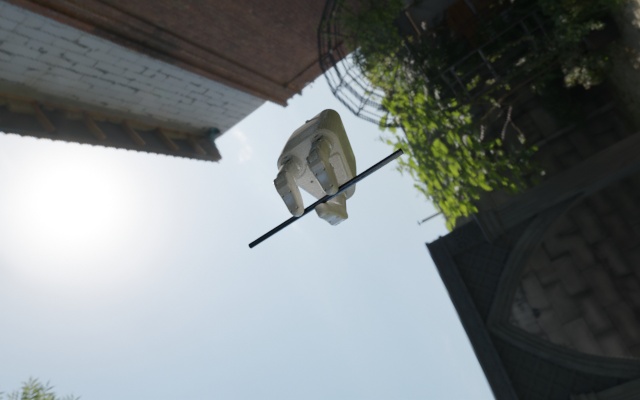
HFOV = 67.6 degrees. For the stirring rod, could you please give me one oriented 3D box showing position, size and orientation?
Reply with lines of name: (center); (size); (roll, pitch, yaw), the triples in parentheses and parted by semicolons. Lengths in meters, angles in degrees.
stirring rod: (0.000, 0.002, 0.599); (0.239, 0.011, 0.011); (-32, -13, 21)
